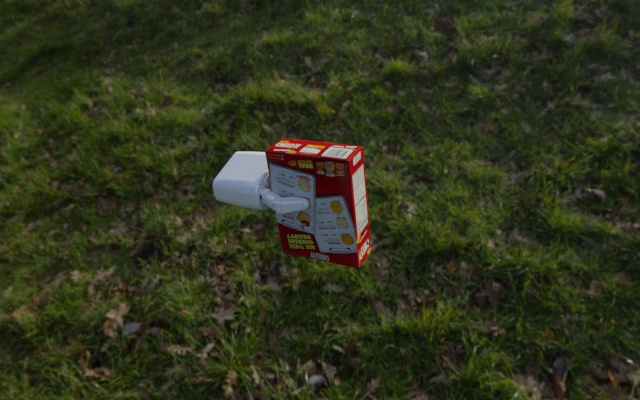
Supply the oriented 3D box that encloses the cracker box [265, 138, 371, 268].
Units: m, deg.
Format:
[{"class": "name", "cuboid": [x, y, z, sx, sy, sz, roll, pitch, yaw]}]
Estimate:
[{"class": "cracker box", "cuboid": [0.000, 0.003, 0.854, 0.164, 0.214, 0.072, 9, 33, 27]}]
